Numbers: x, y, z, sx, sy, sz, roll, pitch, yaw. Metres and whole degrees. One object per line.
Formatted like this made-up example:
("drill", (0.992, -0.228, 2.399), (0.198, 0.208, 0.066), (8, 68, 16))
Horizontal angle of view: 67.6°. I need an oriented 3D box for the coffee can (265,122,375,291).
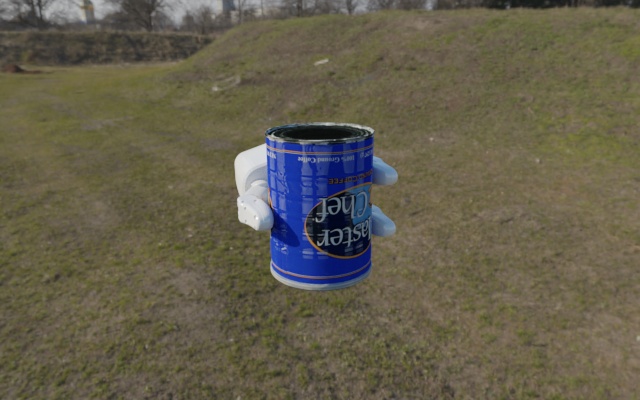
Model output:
("coffee can", (0.000, 0.002, 0.464), (0.103, 0.140, 0.102), (-1, 18, 0))
